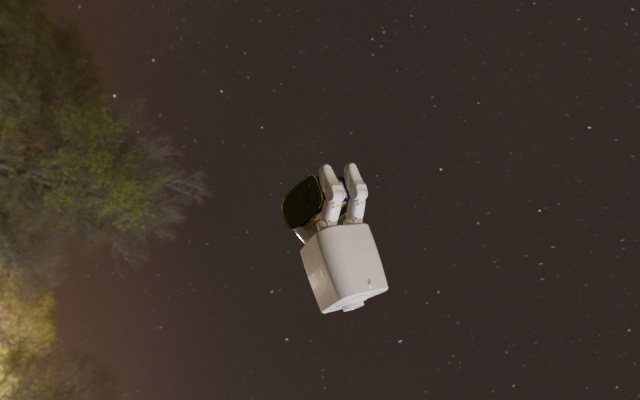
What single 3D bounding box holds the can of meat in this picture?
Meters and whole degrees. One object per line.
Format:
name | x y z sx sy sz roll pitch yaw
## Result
can of meat | 0.000 0.002 0.760 0.084 0.057 0.102 -1 -28 -41
